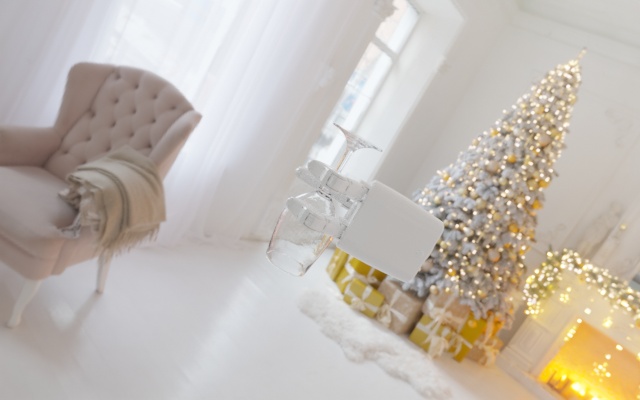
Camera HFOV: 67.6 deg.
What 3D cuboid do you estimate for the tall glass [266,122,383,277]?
[{"bbox_3d":[0.000,0.001,0.635,0.079,0.201,0.079,29,11,-6],"label":"tall glass"}]
